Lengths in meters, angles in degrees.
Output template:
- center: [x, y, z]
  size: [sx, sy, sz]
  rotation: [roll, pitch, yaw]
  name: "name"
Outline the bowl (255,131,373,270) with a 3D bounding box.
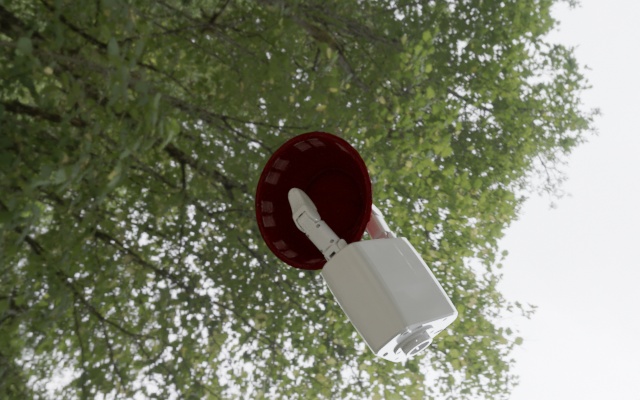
- center: [0.000, 0.001, 0.576]
  size: [0.162, 0.162, 0.055]
  rotation: [0, -5, 31]
  name: "bowl"
